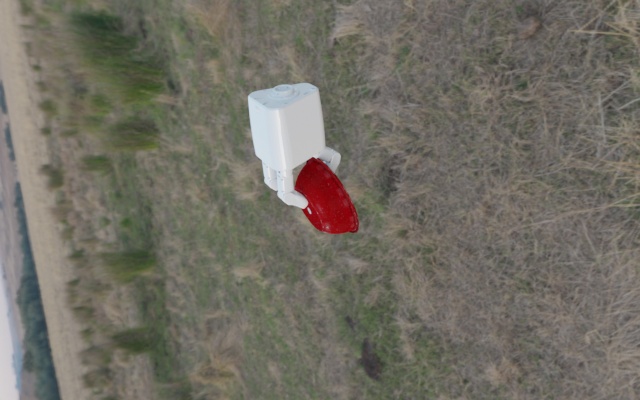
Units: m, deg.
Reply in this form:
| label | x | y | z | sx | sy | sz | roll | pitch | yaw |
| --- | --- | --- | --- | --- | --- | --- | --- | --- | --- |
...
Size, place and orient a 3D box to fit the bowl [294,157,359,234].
| label | x | y | z | sx | sy | sz | roll | pitch | yaw |
| --- | --- | --- | --- | --- | --- | --- | --- | --- | --- |
| bowl | 0.000 | 0.004 | 0.857 | 0.055 | 0.162 | 0.162 | -32 | 9 | -15 |
